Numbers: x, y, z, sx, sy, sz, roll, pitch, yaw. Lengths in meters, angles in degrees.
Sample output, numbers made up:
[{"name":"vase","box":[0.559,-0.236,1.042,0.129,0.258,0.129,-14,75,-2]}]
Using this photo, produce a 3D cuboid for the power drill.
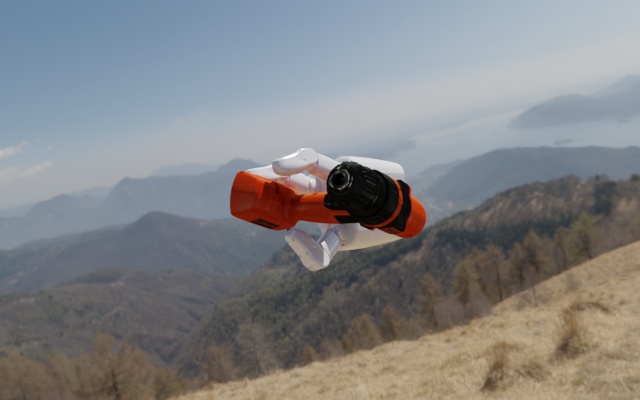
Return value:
[{"name":"power drill","box":[0.000,0.002,0.499,0.187,0.057,0.184,3,-13,30]}]
